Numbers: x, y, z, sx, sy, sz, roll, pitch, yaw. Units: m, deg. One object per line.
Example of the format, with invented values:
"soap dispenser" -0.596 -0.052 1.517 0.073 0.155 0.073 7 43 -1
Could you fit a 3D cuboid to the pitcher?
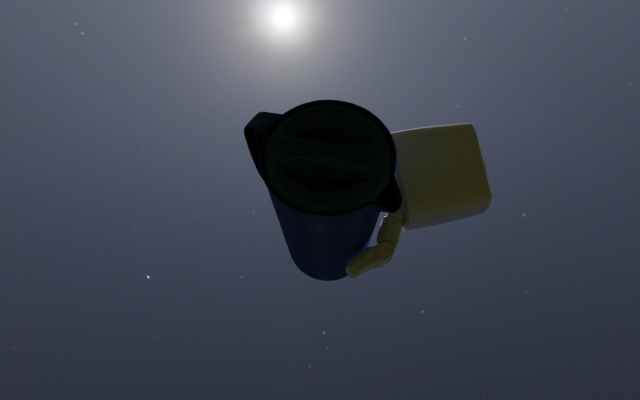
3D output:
"pitcher" 0.000 0.002 0.562 0.145 0.149 0.243 -10 -27 -5
